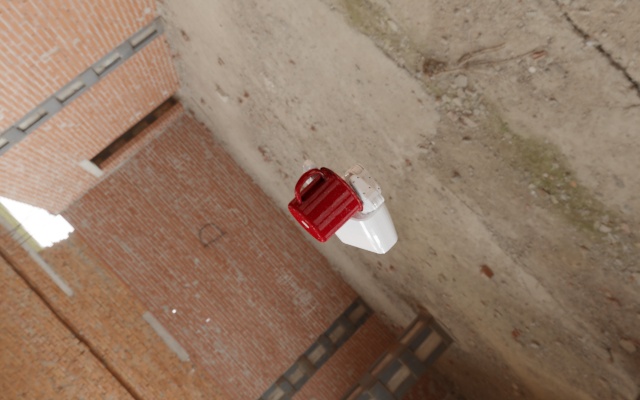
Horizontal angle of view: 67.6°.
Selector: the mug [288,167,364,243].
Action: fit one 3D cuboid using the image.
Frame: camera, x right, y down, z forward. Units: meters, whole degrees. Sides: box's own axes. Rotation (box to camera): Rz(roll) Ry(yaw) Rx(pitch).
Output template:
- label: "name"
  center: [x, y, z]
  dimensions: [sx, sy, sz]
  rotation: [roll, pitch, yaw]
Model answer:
- label: "mug"
  center: [-0.001, 0.002, 0.719]
  dimensions: [0.093, 0.081, 0.117]
  rotation: [35, -15, 44]
